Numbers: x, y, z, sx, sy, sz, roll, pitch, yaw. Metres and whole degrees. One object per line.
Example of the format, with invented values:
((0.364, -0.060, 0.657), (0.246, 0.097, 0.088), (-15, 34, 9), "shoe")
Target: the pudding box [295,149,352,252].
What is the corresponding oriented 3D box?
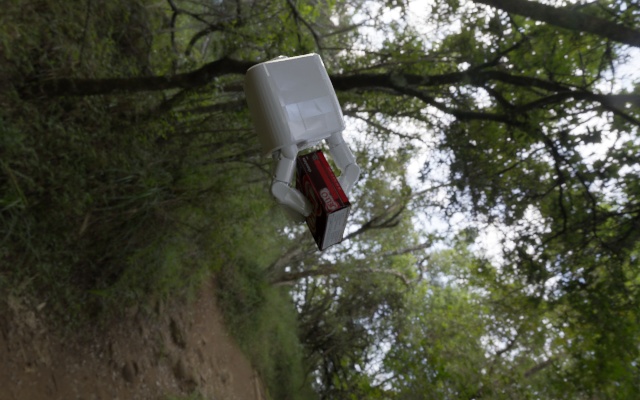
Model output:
((0.000, 0.002, 0.621), (0.039, 0.090, 0.114), (-20, -26, -13), "pudding box")
